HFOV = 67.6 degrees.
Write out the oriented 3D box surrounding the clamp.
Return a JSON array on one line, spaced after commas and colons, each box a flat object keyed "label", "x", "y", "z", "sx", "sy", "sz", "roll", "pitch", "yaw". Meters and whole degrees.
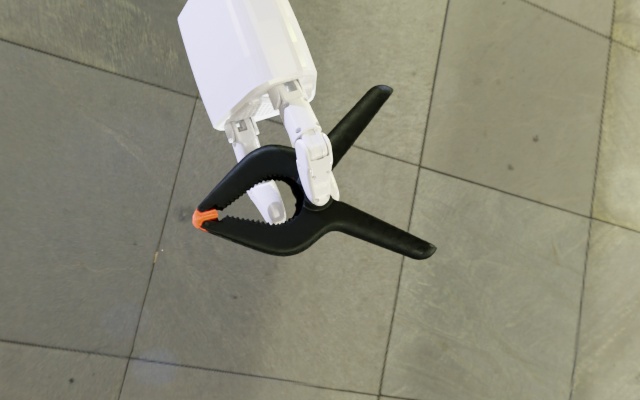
[{"label": "clamp", "x": 0.000, "y": 0.001, "z": 0.410, "sx": 0.210, "sy": 0.164, "sz": 0.036, "roll": -21, "pitch": -2, "yaw": -19}]
